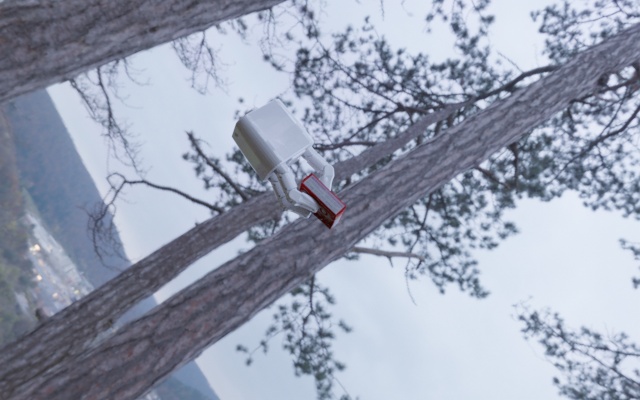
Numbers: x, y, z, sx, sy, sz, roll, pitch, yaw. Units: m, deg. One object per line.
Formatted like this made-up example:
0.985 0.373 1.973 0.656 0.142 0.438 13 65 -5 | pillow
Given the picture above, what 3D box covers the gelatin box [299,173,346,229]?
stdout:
0.001 0.003 0.855 0.030 0.089 0.073 -42 -11 -21 | gelatin box
